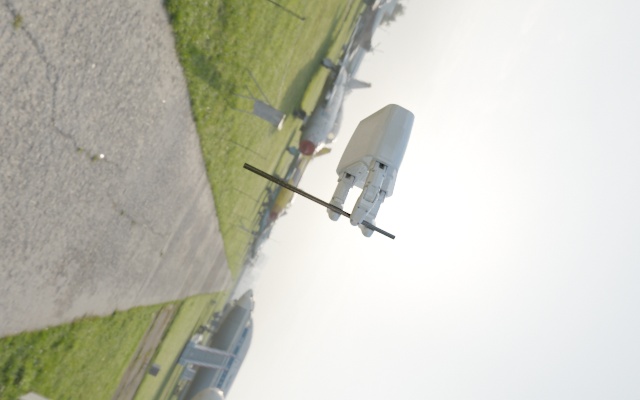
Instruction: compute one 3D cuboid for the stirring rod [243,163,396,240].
[{"bbox_3d":[0.000,0.002,0.683,0.239,0.011,0.011,26,-2,-5],"label":"stirring rod"}]
